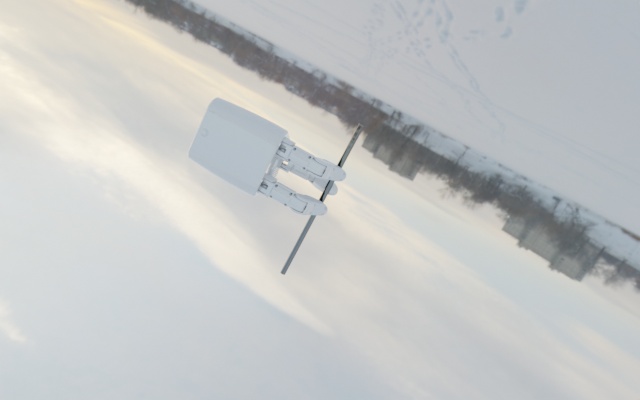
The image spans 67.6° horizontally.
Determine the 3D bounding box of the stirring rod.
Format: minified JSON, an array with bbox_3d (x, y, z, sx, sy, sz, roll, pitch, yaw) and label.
[{"bbox_3d":[0.000,0.002,0.664,0.011,0.239,0.011,26,14,-7],"label":"stirring rod"}]
